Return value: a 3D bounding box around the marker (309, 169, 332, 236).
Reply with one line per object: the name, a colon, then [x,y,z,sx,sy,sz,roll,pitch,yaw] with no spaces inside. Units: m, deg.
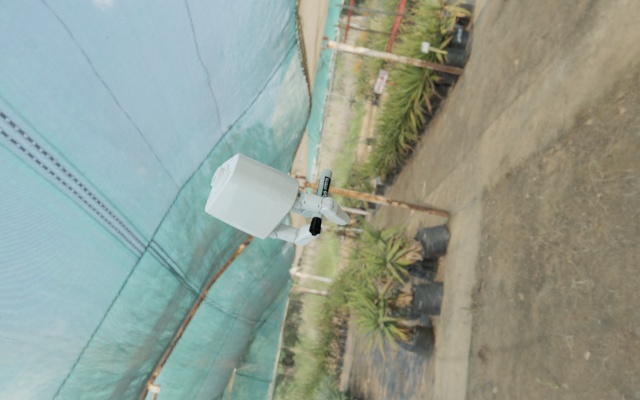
marker: [0.000,0.003,0.759,0.020,0.121,0.020,8,-32,5]
